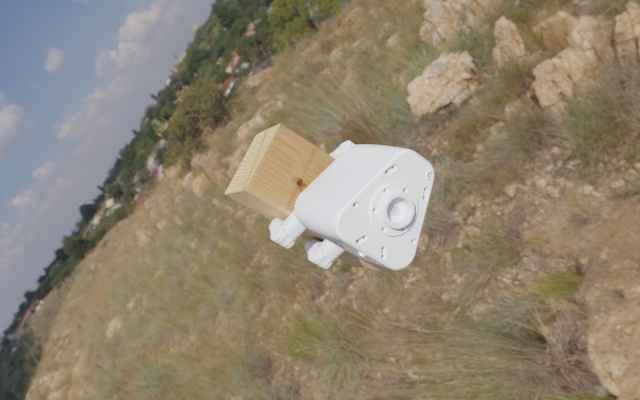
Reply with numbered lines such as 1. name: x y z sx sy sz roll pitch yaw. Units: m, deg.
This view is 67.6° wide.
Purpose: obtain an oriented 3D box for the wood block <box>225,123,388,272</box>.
1. wood block: 0.000 0.002 0.601 0.206 0.090 0.090 32 -16 -22
